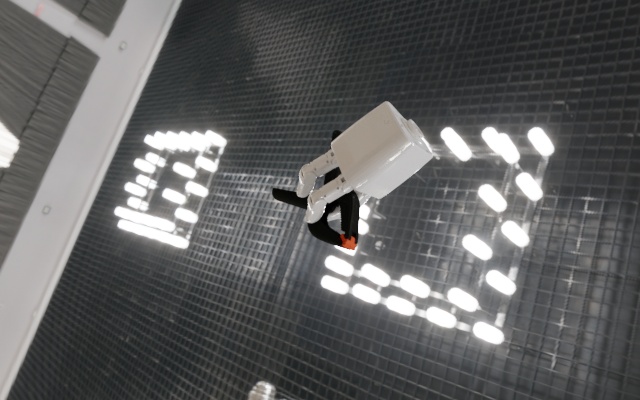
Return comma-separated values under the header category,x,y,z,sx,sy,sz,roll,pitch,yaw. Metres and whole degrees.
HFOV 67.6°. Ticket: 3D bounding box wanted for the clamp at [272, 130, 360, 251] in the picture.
category,x,y,z,sx,sy,sz,roll,pitch,yaw
clamp,0.001,0.003,0.762,0.164,0.209,0.036,-37,-42,21
